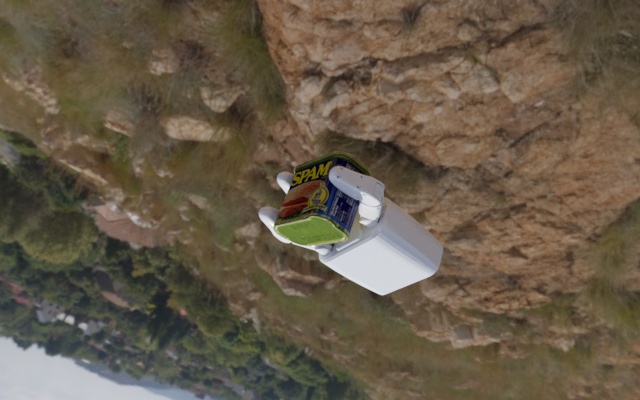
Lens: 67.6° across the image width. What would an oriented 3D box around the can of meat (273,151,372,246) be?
[{"bbox_3d":[0.000,0.002,0.540,0.057,0.084,0.102,36,-31,-29],"label":"can of meat"}]
